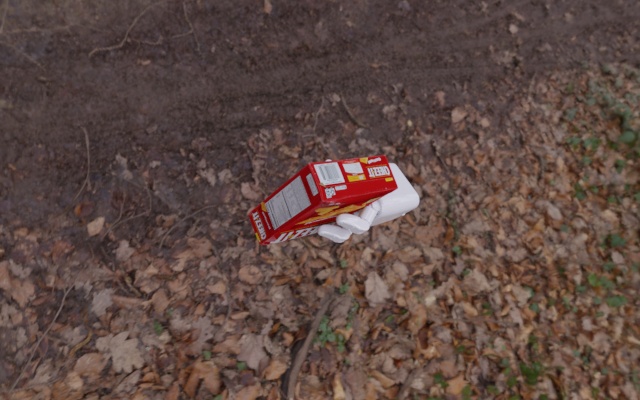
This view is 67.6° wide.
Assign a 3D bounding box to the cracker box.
[{"bbox_3d":[0.000,0.002,0.817,0.164,0.072,0.214,-10,-16,-38],"label":"cracker box"}]
